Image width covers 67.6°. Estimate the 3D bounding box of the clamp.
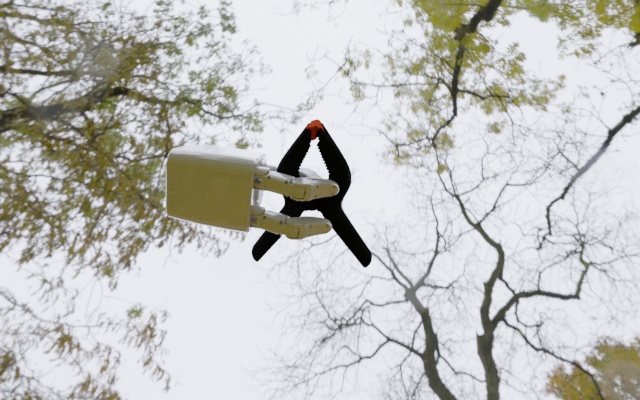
[{"bbox_3d":[0.000,0.001,0.616,0.164,0.210,0.036,8,28,-2],"label":"clamp"}]
